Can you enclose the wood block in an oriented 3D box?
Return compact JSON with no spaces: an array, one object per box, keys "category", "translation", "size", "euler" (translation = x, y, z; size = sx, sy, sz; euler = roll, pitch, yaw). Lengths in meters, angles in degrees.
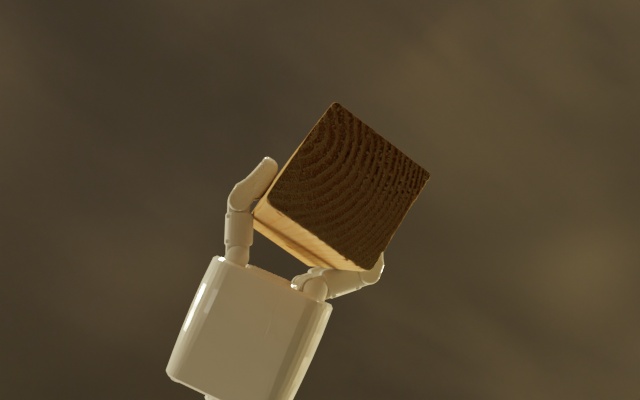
[{"category":"wood block","translation":[0.000,0.002,0.431],"size":[0.091,0.090,0.206],"euler":[36,-13,-7]}]
